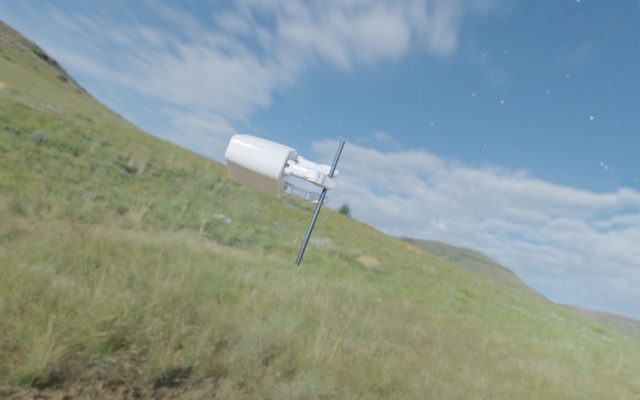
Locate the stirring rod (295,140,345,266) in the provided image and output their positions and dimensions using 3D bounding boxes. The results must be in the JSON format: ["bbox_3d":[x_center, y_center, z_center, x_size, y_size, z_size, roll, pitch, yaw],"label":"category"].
[{"bbox_3d":[0.000,0.003,0.857,0.011,0.239,0.011,20,-8,3],"label":"stirring rod"}]
